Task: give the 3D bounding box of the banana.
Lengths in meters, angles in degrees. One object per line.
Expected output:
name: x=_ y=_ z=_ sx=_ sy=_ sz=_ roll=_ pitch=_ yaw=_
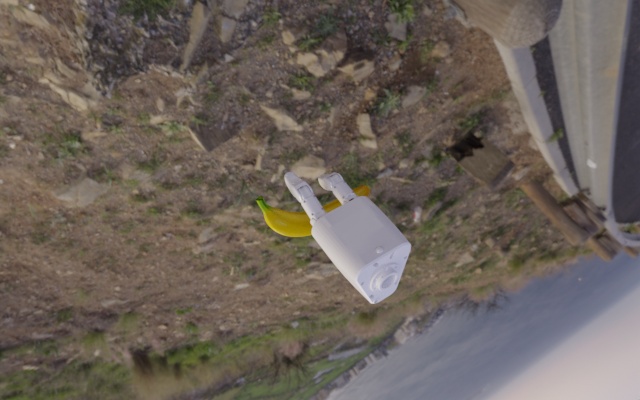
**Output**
banana: x=-0.005 y=0.019 z=0.739 sx=0.198 sy=0.070 sz=0.037 roll=-8 pitch=30 yaw=-31
